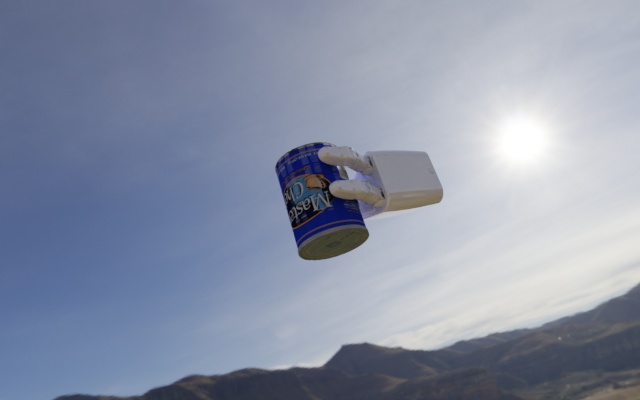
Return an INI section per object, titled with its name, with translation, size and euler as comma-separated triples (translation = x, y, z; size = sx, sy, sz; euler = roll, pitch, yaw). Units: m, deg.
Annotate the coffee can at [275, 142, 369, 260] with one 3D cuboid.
[coffee can]
translation = 0.000, 0.002, 0.691
size = 0.103, 0.140, 0.103
euler = -15, -24, -7
